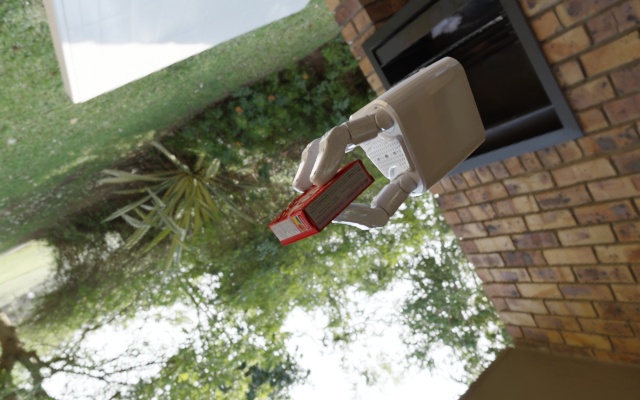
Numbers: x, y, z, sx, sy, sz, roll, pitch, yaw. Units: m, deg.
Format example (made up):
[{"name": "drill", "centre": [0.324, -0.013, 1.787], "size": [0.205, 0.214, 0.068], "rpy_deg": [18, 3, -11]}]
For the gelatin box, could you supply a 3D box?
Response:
[{"name": "gelatin box", "centre": [0.000, 0.002, 0.467], "size": [0.089, 0.030, 0.073], "rpy_deg": [-43, 10, -32]}]
